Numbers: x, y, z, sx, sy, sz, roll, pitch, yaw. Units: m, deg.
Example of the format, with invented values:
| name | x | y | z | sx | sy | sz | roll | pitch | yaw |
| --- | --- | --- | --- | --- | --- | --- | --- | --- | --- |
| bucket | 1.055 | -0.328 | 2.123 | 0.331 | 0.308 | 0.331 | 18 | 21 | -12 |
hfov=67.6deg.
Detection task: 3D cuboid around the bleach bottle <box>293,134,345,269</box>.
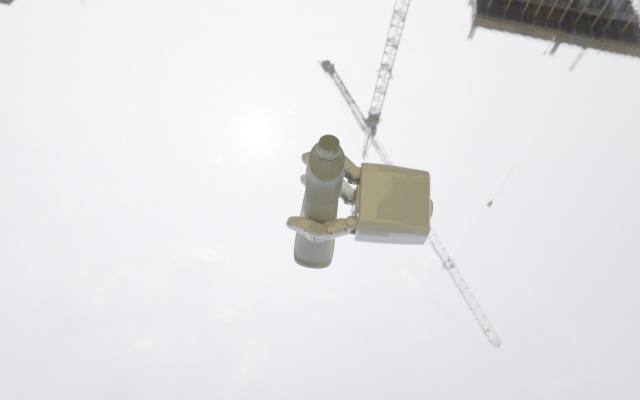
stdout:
| name | x | y | z | sx | sy | sz | roll | pitch | yaw |
| --- | --- | --- | --- | --- | --- | --- | --- | --- | --- |
| bleach bottle | 0.000 | 0.002 | 0.713 | 0.068 | 0.102 | 0.251 | 7 | -34 | -1 |
